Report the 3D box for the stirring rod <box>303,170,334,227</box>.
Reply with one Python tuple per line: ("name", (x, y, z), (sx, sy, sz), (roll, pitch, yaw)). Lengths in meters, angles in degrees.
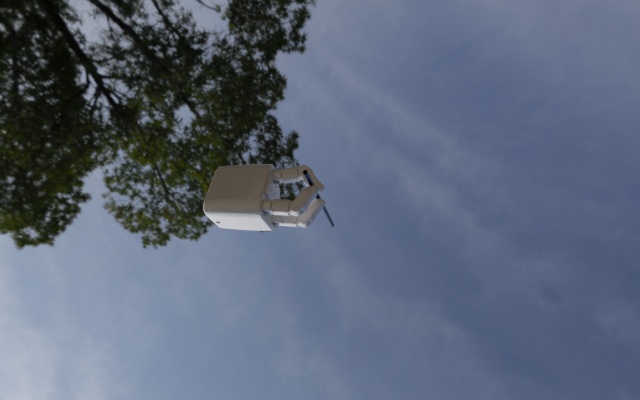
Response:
("stirring rod", (0.000, 0.003, 0.864), (0.011, 0.011, 0.240), (0, -23, 13))
